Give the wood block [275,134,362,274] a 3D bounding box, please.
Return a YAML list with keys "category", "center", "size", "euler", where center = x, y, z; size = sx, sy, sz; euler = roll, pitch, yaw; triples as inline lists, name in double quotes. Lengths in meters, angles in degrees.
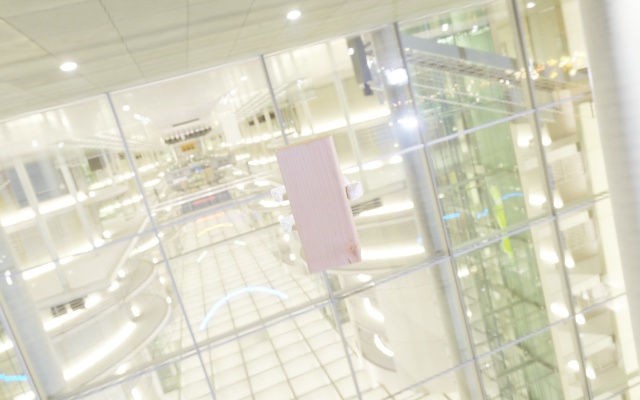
- category: "wood block"
  center: [0.000, 0.003, 0.794]
  size: [0.091, 0.206, 0.090]
  euler: [-15, 11, 6]
